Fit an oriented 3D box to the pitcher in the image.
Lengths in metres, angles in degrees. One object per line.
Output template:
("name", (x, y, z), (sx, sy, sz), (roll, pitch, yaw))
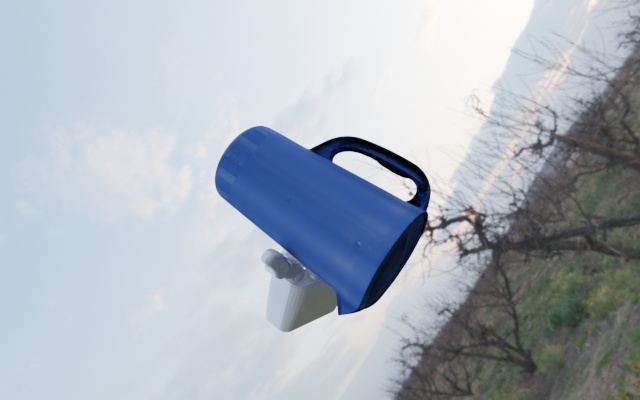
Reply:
("pitcher", (0.000, 0.002, 0.568), (0.242, 0.145, 0.149), (34, 45, 21))
